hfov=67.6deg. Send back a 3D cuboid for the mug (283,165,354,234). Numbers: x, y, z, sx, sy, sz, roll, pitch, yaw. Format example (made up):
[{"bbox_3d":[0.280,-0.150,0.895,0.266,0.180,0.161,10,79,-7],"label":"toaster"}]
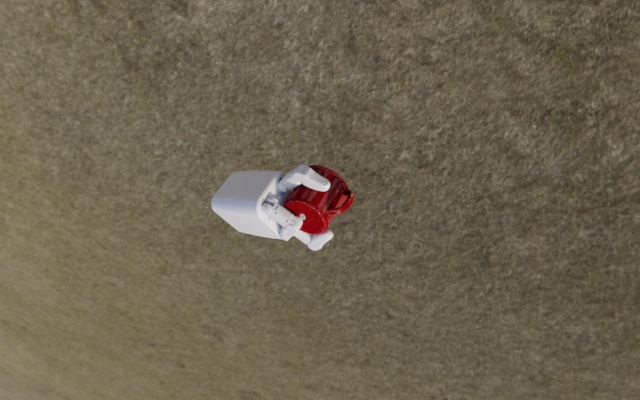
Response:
[{"bbox_3d":[0.001,0.003,0.790,0.117,0.093,0.081,3,45,32],"label":"mug"}]
